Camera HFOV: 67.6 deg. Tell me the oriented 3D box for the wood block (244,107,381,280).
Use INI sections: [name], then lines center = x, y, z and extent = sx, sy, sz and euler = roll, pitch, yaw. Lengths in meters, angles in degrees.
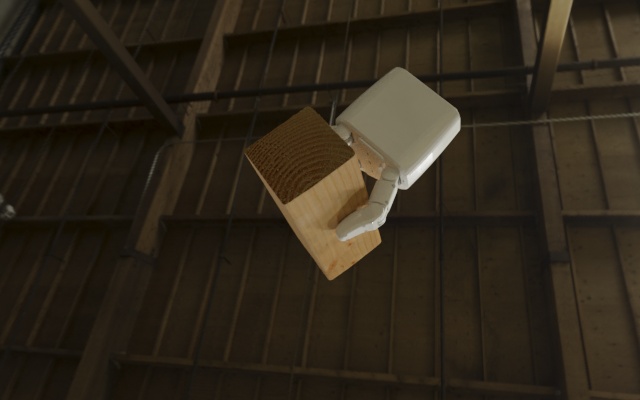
[wood block]
center = 0.001, 0.002, 0.571
extent = 0.090, 0.090, 0.206
euler = -36, -33, -7
